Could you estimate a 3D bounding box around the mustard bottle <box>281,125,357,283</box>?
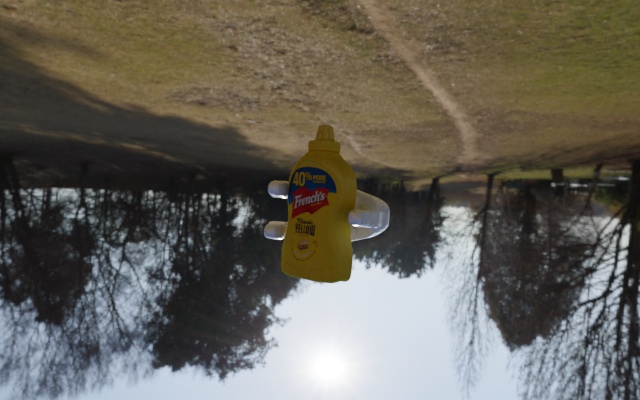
[{"bbox_3d":[0.000,0.002,0.599,0.096,0.191,0.058,5,0,42],"label":"mustard bottle"}]
